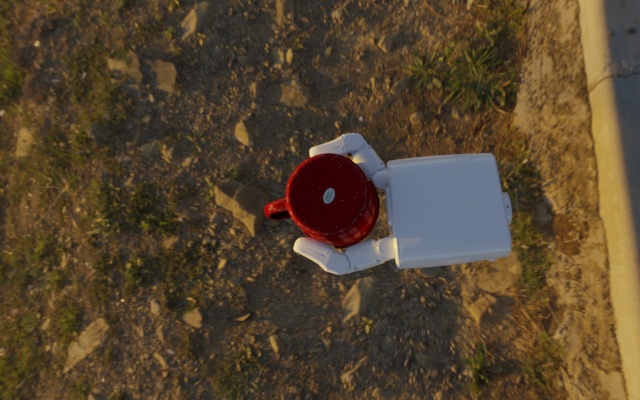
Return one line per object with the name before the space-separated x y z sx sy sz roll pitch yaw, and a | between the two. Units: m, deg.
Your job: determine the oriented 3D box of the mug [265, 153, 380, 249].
mug | -0.001 0.002 0.486 0.117 0.093 0.081 -7 -10 8
